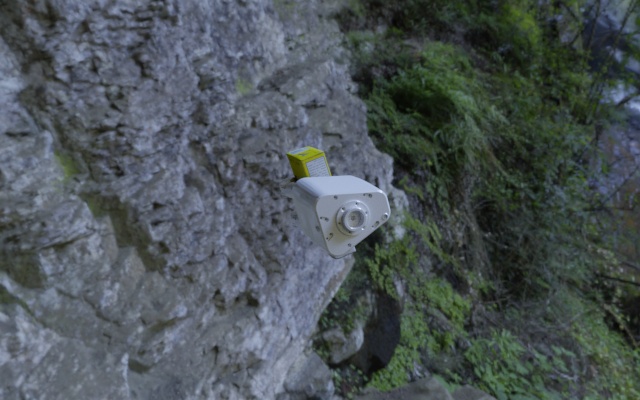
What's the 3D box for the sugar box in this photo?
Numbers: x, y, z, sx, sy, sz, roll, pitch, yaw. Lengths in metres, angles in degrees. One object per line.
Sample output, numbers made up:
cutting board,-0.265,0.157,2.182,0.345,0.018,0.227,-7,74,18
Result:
sugar box,0.000,0.003,0.784,0.048,0.176,0.093,-21,17,-13
